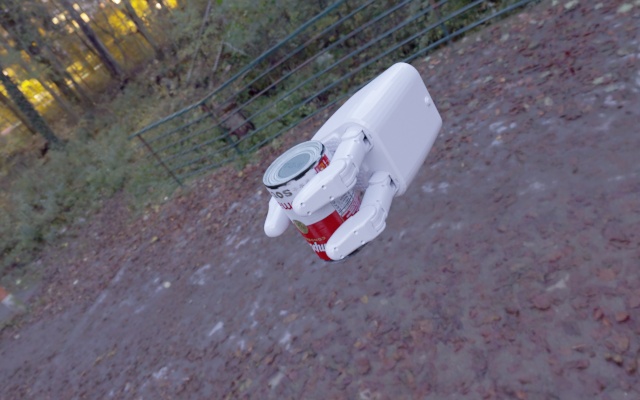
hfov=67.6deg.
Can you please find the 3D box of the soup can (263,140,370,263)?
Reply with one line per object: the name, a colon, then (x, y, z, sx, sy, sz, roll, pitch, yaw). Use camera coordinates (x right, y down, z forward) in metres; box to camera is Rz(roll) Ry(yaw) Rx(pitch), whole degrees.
soup can: (0.000, 0.002, 0.460, 0.068, 0.102, 0.068, -27, 28, 16)
